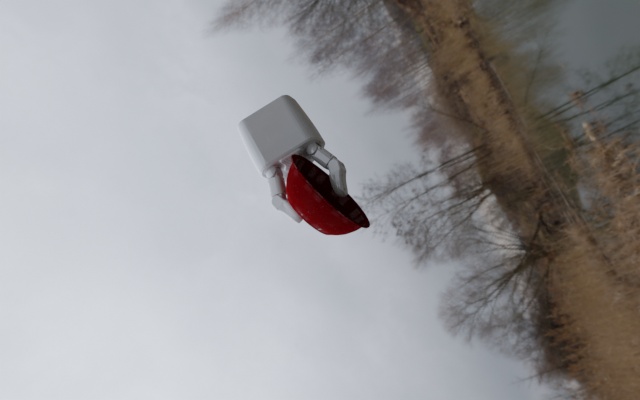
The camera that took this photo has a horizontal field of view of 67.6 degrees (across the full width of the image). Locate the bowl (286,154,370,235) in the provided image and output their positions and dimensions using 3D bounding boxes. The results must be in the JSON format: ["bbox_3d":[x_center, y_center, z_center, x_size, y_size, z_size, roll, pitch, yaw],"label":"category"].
[{"bbox_3d":[0.000,0.004,0.737,0.162,0.055,0.162,40,13,-11],"label":"bowl"}]
